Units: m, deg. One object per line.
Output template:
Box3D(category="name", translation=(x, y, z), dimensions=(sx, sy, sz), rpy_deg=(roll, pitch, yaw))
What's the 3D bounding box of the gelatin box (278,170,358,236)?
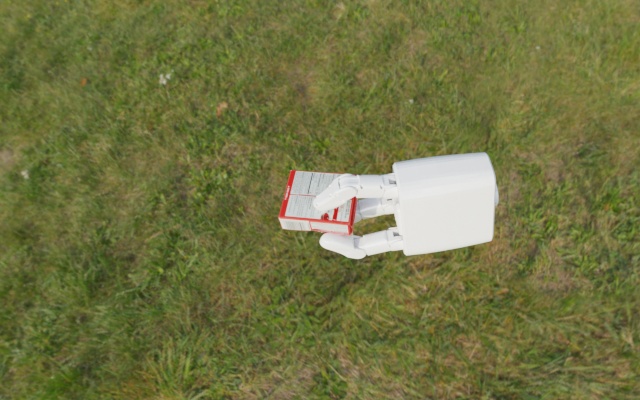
Box3D(category="gelatin box", translation=(0.000, 0.002, 0.585), dimensions=(0.089, 0.073, 0.030), rpy_deg=(5, -33, 10))
